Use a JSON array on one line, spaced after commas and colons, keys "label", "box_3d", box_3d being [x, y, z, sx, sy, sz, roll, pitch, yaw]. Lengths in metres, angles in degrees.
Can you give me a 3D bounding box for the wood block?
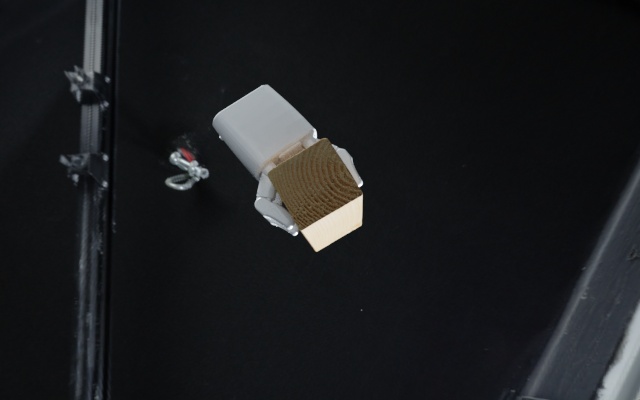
[{"label": "wood block", "box_3d": [0.000, 0.002, 0.683, 0.091, 0.090, 0.206, -31, -13, -3]}]
